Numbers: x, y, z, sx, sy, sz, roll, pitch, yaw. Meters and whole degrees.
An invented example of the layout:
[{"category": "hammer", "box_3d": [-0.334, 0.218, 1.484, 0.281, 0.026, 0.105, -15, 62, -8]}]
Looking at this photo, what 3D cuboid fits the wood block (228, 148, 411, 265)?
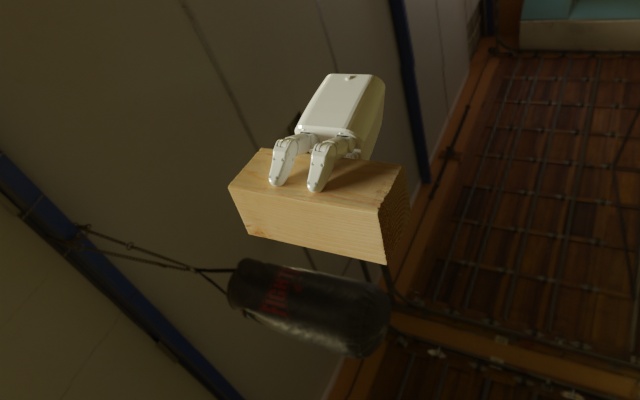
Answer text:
[{"category": "wood block", "box_3d": [0.000, 0.002, 0.612, 0.206, 0.091, 0.090, 10, 47, 28]}]
